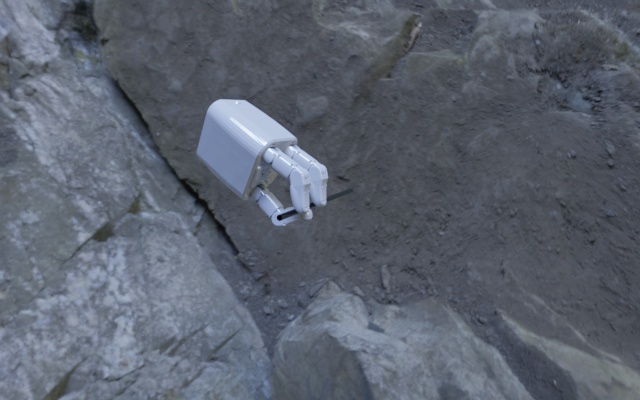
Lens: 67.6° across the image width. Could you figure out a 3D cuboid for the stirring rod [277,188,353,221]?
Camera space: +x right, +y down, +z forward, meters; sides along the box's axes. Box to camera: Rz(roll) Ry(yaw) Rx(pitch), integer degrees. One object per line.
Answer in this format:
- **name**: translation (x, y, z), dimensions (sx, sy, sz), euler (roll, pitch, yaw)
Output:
- **stirring rod**: translation (0.000, 0.002, 0.707), dimensions (0.011, 0.011, 0.239), euler (0, 9, 26)
